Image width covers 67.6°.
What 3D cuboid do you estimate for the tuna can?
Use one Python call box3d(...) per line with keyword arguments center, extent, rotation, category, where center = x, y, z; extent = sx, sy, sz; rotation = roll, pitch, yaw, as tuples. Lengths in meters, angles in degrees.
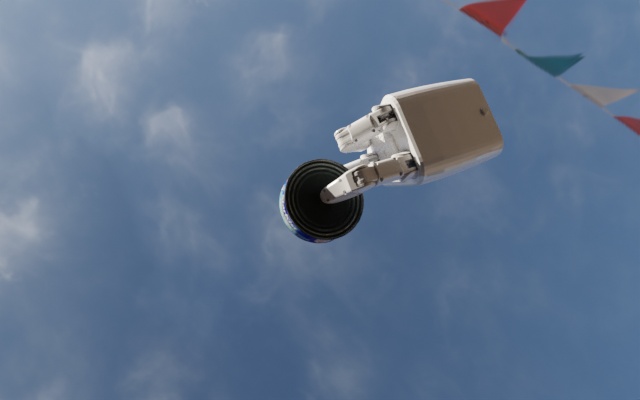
box3d(center=(0.000, 0.002, 0.505), extent=(0.086, 0.086, 0.034), rotation=(0, -13, -17), category="tuna can")
